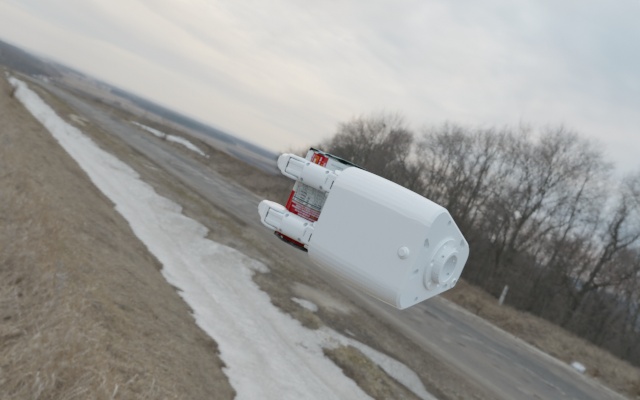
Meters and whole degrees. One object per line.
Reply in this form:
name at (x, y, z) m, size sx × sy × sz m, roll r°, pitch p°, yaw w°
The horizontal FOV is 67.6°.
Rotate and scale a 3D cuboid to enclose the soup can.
soup can at (0.000, 0.001, 0.515) m, size 0.068 × 0.102 × 0.068 m, roll 22°, pitch 4°, yaw -2°
